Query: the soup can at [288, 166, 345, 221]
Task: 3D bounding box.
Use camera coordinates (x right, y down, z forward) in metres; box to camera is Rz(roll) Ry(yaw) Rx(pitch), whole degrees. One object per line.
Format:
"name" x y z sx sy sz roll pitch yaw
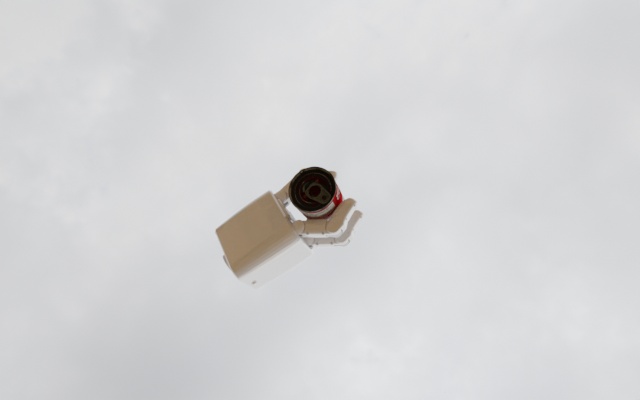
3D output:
"soup can" 0.001 0.002 0.699 0.068 0.068 0.102 0 -21 15
